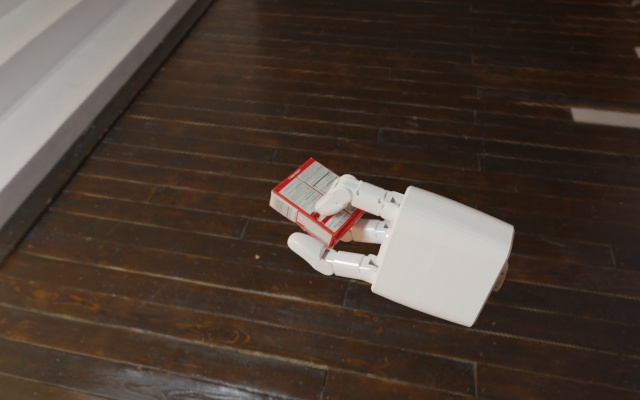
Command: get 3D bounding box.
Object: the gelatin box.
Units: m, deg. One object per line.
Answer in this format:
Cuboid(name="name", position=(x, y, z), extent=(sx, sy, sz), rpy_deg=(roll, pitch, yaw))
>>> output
Cuboid(name="gelatin box", position=(0.000, 0.001, 0.532), extent=(0.089, 0.030, 0.073), rpy_deg=(35, 52, 15))
